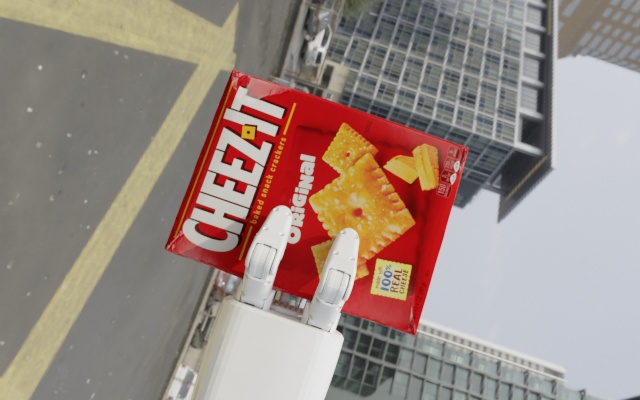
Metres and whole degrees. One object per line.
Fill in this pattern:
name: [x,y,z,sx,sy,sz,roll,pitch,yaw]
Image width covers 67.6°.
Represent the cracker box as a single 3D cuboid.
cracker box: [0.000,0.001,0.414,0.213,0.164,0.072,19,-7,0]
